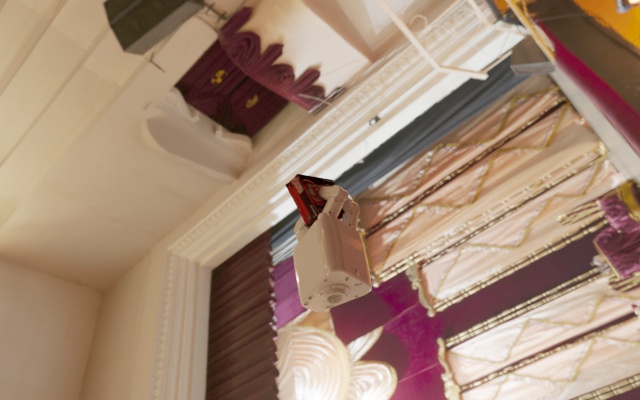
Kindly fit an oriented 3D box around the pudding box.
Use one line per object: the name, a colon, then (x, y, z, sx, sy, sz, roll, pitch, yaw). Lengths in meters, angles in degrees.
pudding box: (0.000, 0.003, 0.837, 0.039, 0.090, 0.113, -37, -22, 24)
